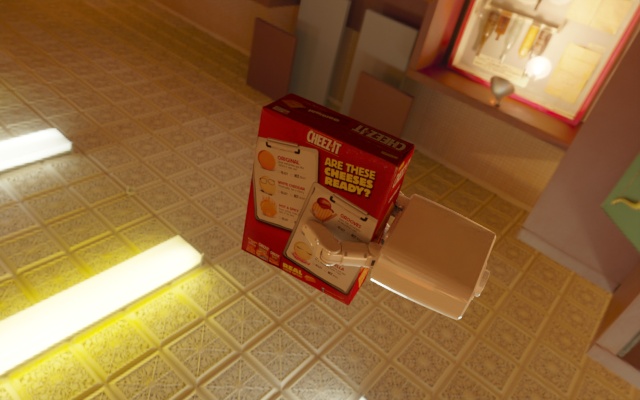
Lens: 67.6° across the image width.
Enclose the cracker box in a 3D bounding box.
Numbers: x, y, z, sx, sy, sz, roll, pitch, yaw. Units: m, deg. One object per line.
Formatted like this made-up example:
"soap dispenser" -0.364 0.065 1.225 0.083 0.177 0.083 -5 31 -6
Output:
"cracker box" 0.000 0.002 0.576 0.164 0.214 0.072 26 37 15
